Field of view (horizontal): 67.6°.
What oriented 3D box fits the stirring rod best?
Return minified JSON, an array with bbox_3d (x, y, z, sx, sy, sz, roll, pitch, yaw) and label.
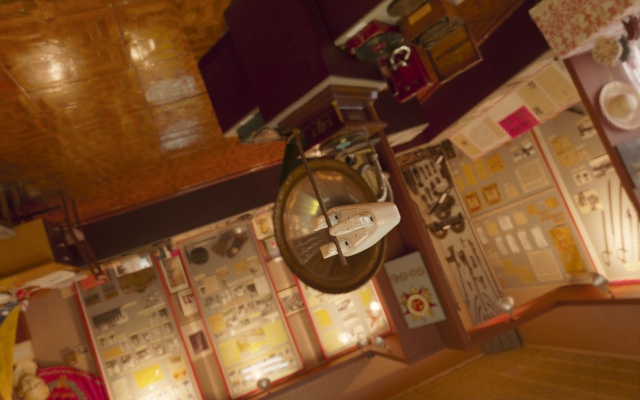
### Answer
[{"bbox_3d":[0.000,0.003,0.853,0.011,0.239,0.011,-21,-8,-3],"label":"stirring rod"}]
